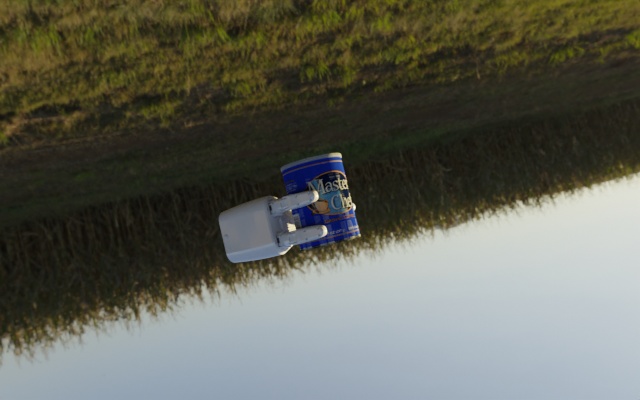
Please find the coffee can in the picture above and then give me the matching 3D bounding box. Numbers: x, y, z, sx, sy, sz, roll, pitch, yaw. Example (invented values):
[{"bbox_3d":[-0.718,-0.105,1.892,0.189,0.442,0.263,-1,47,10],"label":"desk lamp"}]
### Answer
[{"bbox_3d":[0.000,0.002,0.786,0.103,0.140,0.103,-14,-3,-1],"label":"coffee can"}]
